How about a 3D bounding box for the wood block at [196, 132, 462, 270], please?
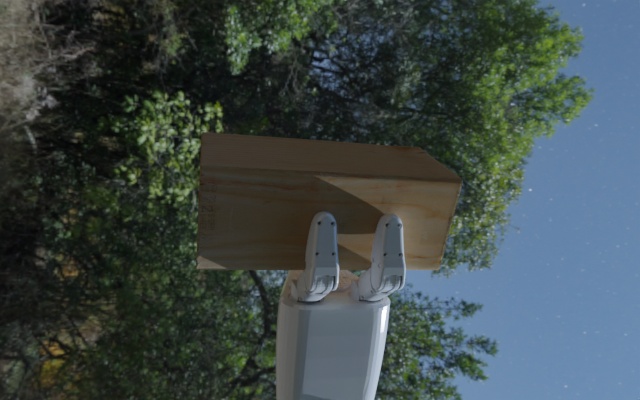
[{"bbox_3d":[0.000,0.002,0.415,0.206,0.090,0.090,2,22,-15],"label":"wood block"}]
